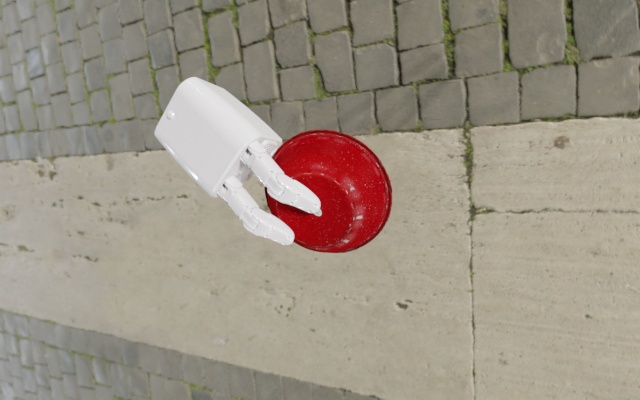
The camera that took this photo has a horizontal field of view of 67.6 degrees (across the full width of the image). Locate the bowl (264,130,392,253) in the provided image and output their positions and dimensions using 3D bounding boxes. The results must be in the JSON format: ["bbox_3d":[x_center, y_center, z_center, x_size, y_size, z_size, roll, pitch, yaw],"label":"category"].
[{"bbox_3d":[0.001,0.003,0.559,0.162,0.162,0.055,0,22,17],"label":"bowl"}]
